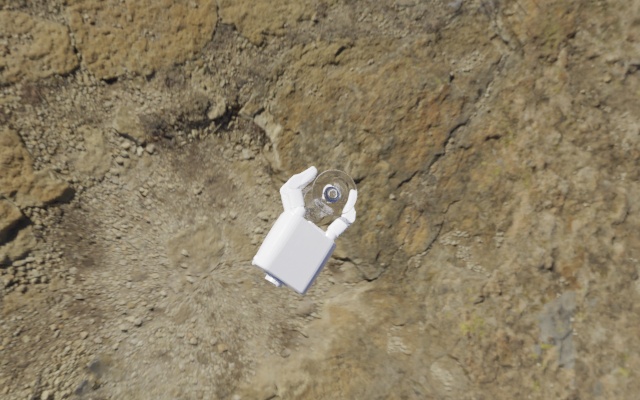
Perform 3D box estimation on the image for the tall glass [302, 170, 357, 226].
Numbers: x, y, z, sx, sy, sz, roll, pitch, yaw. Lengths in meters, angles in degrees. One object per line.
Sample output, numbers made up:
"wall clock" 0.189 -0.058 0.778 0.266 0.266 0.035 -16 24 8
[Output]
"tall glass" 0.000 0.003 0.848 0.079 0.079 0.201 0 -9 -13
